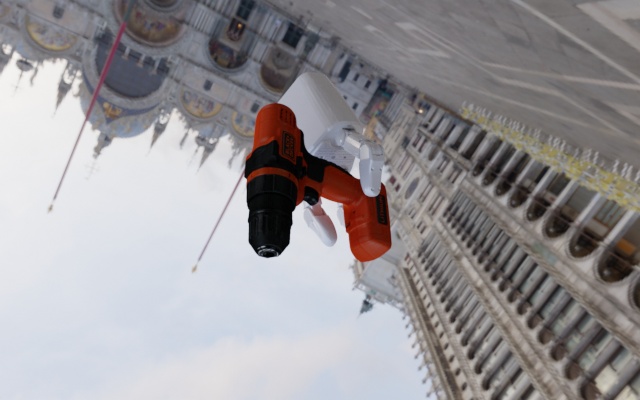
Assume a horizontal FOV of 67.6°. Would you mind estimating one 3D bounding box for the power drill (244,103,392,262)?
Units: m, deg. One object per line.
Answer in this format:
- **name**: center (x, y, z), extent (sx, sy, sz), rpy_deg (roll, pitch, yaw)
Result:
- **power drill**: center (0.000, 0.002, 0.524), extent (0.057, 0.184, 0.188), rpy_deg (-28, -43, 35)
